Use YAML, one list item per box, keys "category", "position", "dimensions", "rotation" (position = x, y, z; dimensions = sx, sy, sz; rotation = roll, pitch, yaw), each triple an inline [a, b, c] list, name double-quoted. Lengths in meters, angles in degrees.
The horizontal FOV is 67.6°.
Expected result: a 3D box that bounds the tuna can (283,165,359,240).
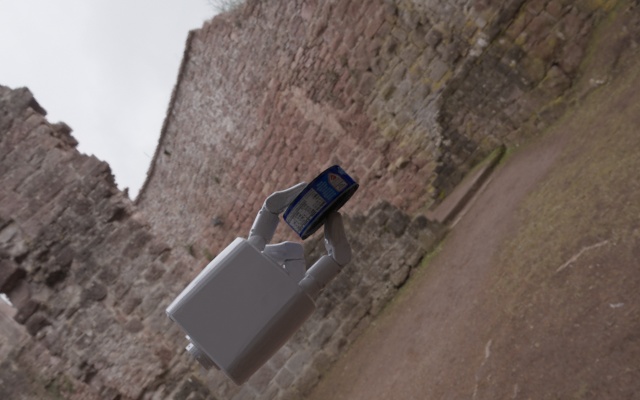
- category: "tuna can"
  position: [0.000, 0.001, 0.517]
  dimensions: [0.086, 0.034, 0.086]
  rotation: [-43, -8, -7]
